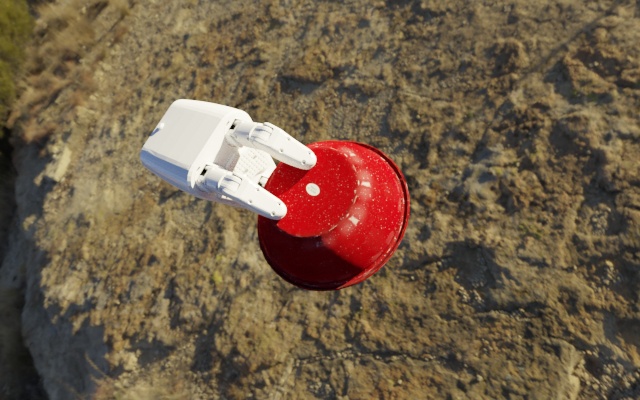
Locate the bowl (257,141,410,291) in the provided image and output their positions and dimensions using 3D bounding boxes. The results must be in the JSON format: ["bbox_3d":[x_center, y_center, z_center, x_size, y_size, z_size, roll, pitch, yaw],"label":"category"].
[{"bbox_3d":[0.001,0.001,0.455,0.162,0.162,0.055,0,-23,22],"label":"bowl"}]
